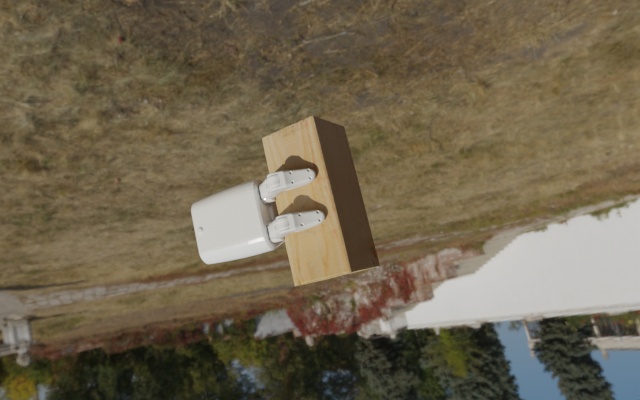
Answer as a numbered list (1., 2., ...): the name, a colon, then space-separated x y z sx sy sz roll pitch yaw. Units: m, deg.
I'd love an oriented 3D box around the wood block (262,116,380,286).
1. wood block: 0.000 0.002 0.654 0.090 0.206 0.091 -19 -11 29
